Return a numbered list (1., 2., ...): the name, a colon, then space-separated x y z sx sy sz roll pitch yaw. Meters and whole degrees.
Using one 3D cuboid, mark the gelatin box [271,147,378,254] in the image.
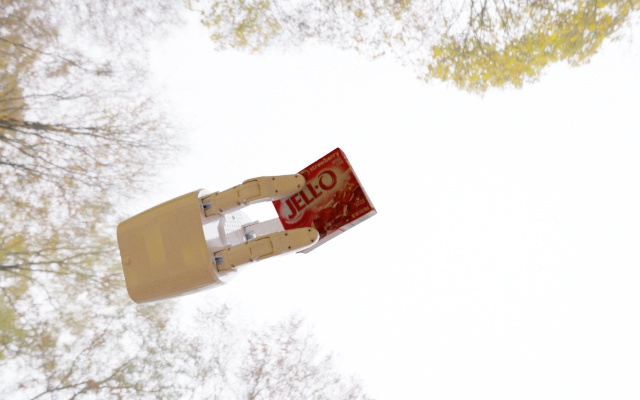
1. gelatin box: 0.001 0.001 0.474 0.089 0.073 0.030 -30 -16 12
